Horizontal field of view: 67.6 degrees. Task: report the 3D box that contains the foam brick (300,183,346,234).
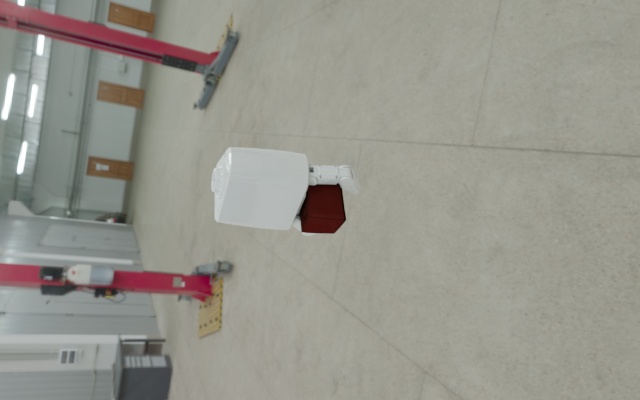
[{"bbox_3d":[0.000,0.002,0.671,0.051,0.078,0.053,3,-28,-17],"label":"foam brick"}]
